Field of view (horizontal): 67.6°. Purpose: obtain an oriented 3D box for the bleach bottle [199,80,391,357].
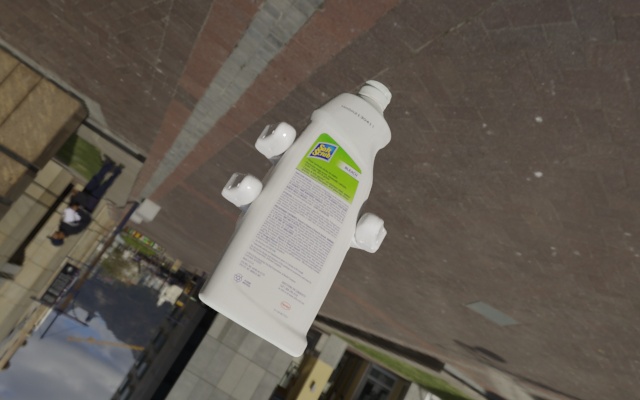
[{"bbox_3d":[0.000,0.001,0.429,0.102,0.250,0.068,34,-16,-11],"label":"bleach bottle"}]
